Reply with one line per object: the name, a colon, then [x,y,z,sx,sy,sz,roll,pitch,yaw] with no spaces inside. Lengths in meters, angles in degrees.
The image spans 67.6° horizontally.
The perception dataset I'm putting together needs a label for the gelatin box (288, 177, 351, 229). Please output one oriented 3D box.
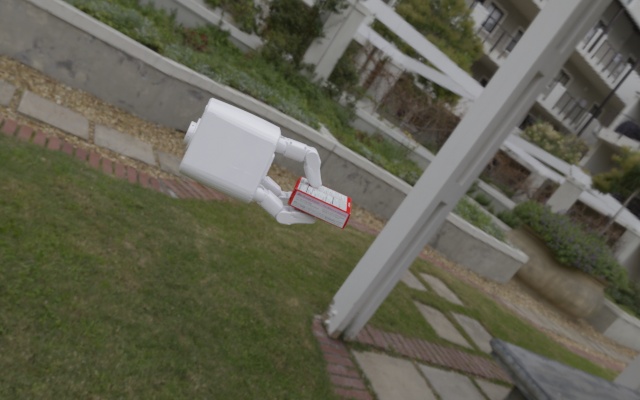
gelatin box: [0.001,0.002,0.703,0.089,0.030,0.073,24,17,-3]
